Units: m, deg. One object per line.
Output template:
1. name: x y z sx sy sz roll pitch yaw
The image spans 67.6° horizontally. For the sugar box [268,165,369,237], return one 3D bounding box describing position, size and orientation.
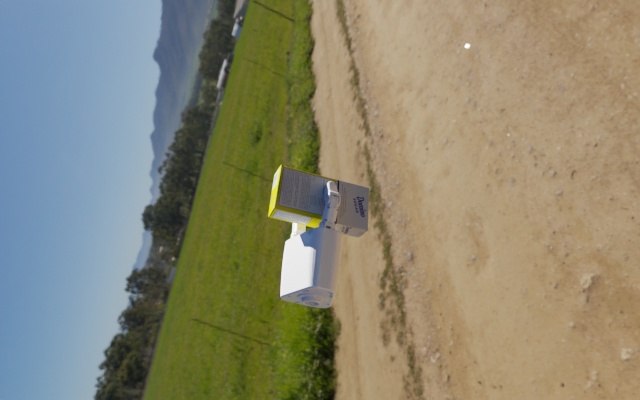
1. sugar box: 0.000 0.003 0.865 0.176 0.093 0.048 16 -31 -17
